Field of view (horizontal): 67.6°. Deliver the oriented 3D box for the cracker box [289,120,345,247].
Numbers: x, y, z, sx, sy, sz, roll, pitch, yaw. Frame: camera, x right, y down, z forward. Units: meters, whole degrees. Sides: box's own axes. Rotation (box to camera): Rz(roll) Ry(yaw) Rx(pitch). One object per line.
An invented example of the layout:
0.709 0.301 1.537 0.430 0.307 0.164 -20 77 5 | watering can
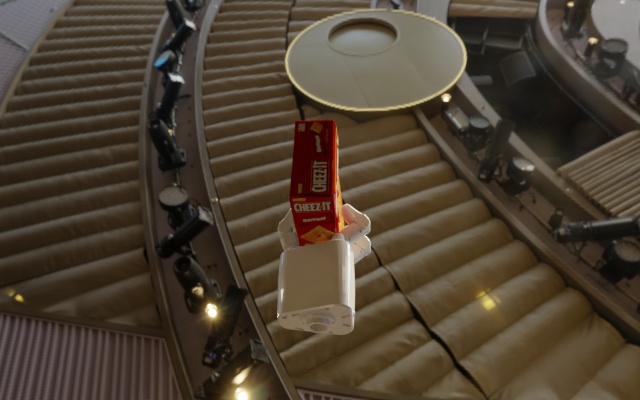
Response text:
0.000 0.003 0.774 0.072 0.164 0.214 -2 -41 4 | cracker box
